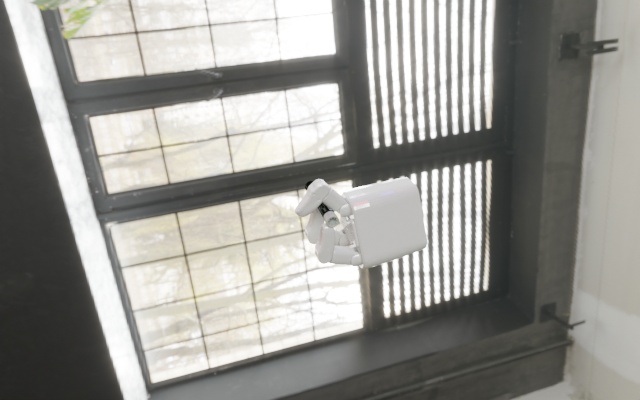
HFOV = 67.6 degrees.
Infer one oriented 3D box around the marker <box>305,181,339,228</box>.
[{"bbox_3d":[0.000,0.002,0.707,0.020,0.020,0.121,0,27,-19],"label":"marker"}]
